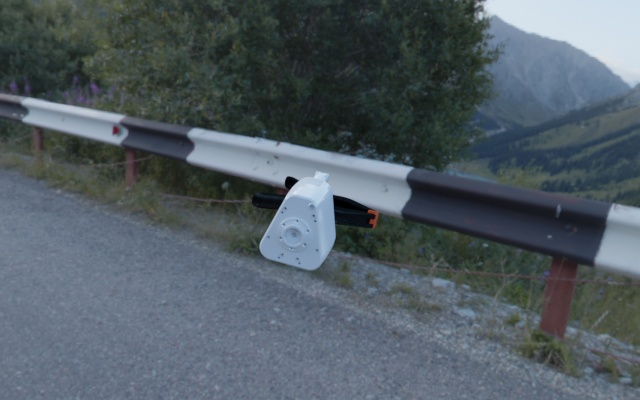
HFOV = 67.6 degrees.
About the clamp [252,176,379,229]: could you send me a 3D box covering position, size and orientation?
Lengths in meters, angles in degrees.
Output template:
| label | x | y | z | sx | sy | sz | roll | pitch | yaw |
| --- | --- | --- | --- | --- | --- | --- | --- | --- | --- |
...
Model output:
| label | x | y | z | sx | sy | sz | roll | pitch | yaw |
| --- | --- | --- | --- | --- | --- | --- | --- | --- | --- |
| clamp | 0.001 | 0.002 | 0.855 | 0.210 | 0.036 | 0.164 | 14 | 19 | 6 |
